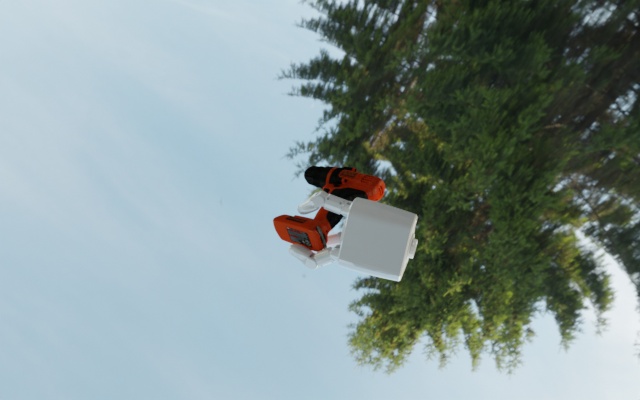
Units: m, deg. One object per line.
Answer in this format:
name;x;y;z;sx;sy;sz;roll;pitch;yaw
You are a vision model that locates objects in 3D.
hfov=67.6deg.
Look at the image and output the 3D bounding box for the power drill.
power drill;0.000;0.003;0.882;0.184;0.057;0.187;13;47;40
